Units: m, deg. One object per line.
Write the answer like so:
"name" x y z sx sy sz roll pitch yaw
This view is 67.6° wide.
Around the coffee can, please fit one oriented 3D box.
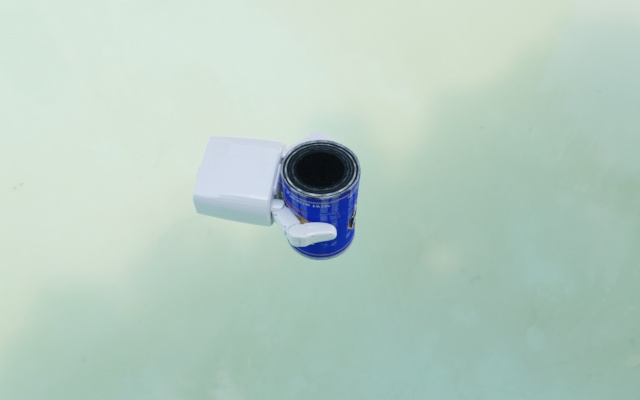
"coffee can" 0.000 0.002 0.658 0.103 0.102 0.140 0 -39 0
